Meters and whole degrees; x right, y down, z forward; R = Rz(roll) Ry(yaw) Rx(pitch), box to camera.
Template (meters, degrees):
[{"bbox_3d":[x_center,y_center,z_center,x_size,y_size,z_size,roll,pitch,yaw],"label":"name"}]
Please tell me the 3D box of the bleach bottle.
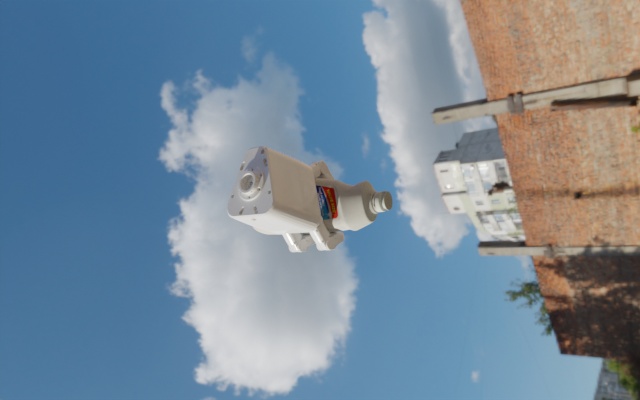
[{"bbox_3d":[0.000,0.003,0.785,0.251,0.102,0.068,-6,-18,35],"label":"bleach bottle"}]
